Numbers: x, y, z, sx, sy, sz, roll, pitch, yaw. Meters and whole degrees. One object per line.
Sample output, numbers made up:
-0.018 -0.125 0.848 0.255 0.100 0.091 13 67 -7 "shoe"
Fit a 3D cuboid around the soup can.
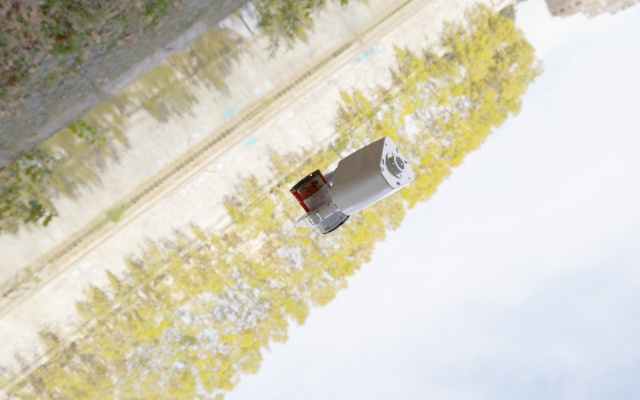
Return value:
0.000 0.003 0.878 0.068 0.102 0.068 -35 11 8 "soup can"
